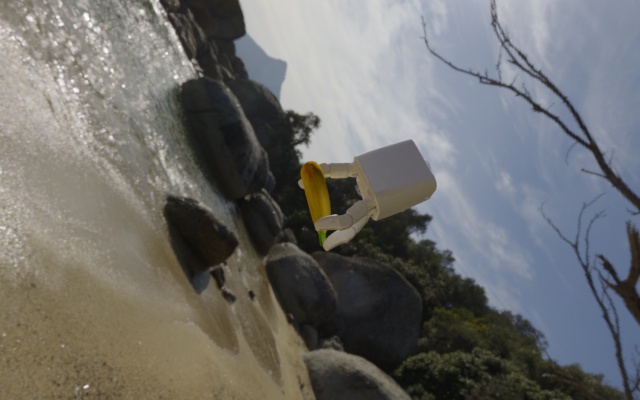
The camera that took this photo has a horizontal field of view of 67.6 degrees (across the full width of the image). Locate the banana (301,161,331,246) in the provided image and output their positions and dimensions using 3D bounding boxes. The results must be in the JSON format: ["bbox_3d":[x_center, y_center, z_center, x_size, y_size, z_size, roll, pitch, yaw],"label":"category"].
[{"bbox_3d":[-0.004,-0.009,0.774,0.037,0.069,0.198,-17,-40,-4],"label":"banana"}]
